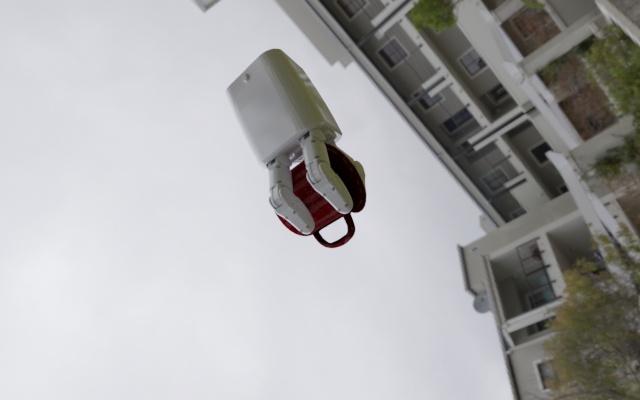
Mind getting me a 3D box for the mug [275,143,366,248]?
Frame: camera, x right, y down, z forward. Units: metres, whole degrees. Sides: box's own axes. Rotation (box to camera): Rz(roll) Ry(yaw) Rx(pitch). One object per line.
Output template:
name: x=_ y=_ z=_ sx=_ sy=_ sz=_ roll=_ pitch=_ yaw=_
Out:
mug: x=0.001 y=0.003 z=0.572 sx=0.081 sy=0.117 sz=0.093 roll=-33 pitch=-12 yaw=31
